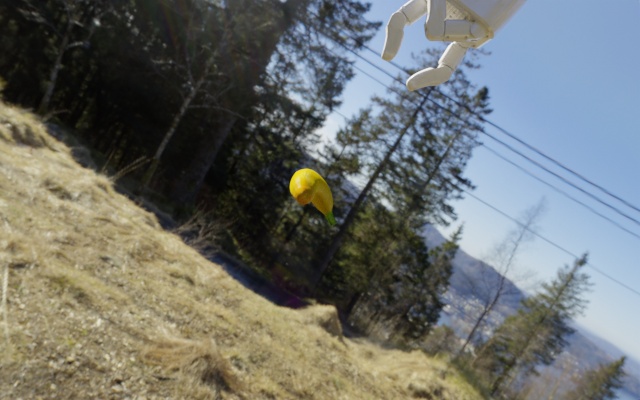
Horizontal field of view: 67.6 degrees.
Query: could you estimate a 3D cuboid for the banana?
[{"bbox_3d":[-0.009,-0.012,0.667,0.037,0.069,0.198,-35,-16,6],"label":"banana"}]
